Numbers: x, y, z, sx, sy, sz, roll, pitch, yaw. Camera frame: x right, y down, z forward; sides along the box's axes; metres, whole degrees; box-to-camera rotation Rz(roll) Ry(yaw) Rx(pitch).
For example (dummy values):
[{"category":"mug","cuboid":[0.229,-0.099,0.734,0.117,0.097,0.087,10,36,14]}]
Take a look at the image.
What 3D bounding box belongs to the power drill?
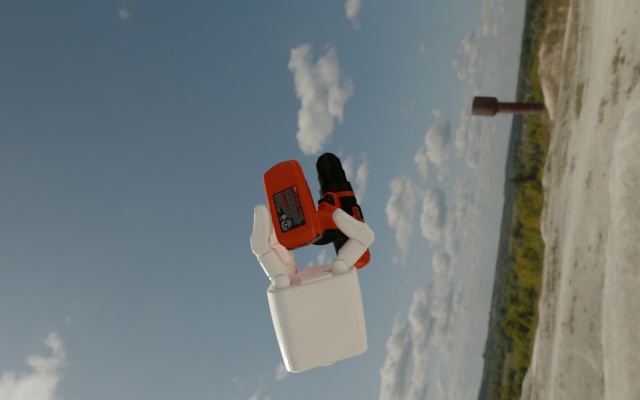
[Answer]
[{"category":"power drill","cuboid":[0.000,0.002,0.651,0.057,0.184,0.188,-25,-20,24]}]
